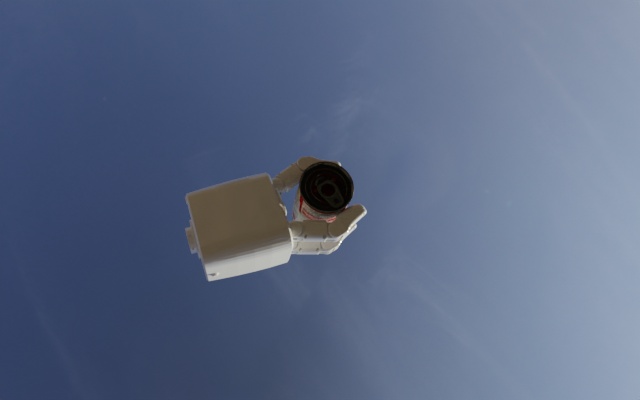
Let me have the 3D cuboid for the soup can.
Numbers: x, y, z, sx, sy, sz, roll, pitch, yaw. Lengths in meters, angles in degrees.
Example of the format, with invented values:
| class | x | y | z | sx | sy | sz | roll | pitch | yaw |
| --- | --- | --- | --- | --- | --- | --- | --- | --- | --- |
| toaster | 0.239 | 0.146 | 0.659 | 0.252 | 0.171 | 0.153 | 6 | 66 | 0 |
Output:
| class | x | y | z | sx | sy | sz | roll | pitch | yaw |
| --- | --- | --- | --- | --- | --- | --- | --- | --- | --- |
| soup can | 0.000 | 0.002 | 0.626 | 0.068 | 0.068 | 0.102 | 0 | -23 | -10 |
